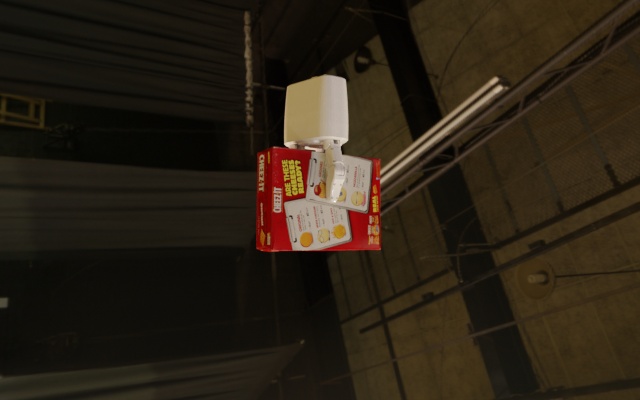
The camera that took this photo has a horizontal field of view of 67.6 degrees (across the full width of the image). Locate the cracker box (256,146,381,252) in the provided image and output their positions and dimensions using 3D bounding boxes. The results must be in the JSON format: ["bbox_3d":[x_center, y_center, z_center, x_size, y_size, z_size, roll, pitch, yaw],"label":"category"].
[{"bbox_3d":[0.000,0.003,0.813,0.214,0.164,0.072,3,-5,-31],"label":"cracker box"}]
